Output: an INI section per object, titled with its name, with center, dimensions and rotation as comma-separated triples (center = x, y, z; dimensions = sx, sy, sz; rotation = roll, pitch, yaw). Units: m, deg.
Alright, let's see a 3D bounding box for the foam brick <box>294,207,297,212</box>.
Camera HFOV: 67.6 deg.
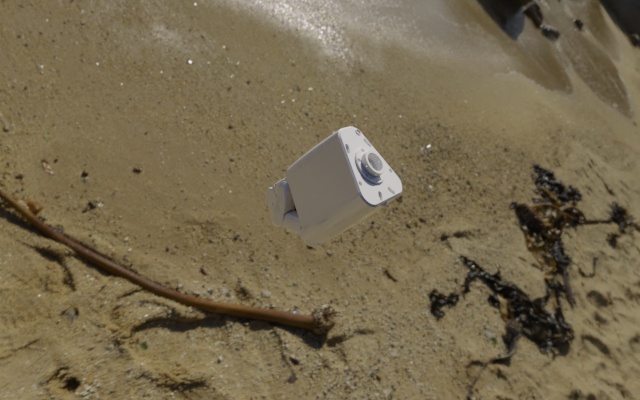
[foam brick]
center = 0.000, 0.002, 0.693
dimensions = 0.051, 0.053, 0.078
rotation = -36, -9, 40
